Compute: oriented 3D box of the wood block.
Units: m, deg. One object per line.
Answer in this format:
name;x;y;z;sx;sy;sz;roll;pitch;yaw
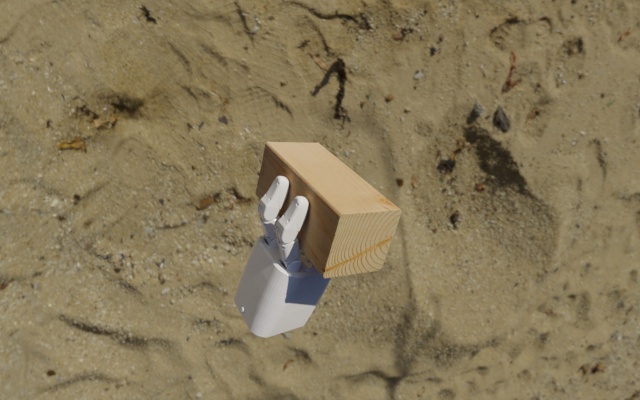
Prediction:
wood block;0.000;0.002;0.634;0.091;0.090;0.206;-2;30;-32
